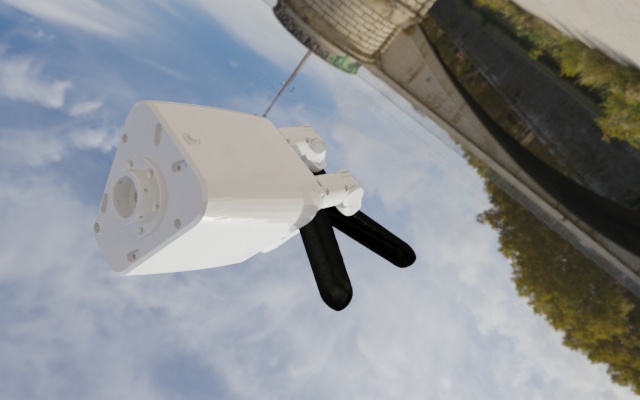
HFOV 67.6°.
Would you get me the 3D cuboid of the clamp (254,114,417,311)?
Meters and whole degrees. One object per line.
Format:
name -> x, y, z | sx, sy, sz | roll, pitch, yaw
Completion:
clamp -> -0.001, 0.002, 0.450 | 0.036, 0.210, 0.164 | -48, -24, 23
